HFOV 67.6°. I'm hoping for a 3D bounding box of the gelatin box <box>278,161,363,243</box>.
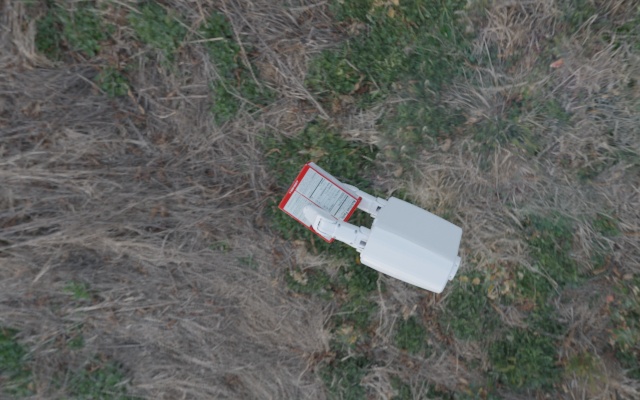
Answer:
[{"bbox_3d":[0.000,0.002,0.644,0.089,0.073,0.030,35,17,3],"label":"gelatin box"}]
